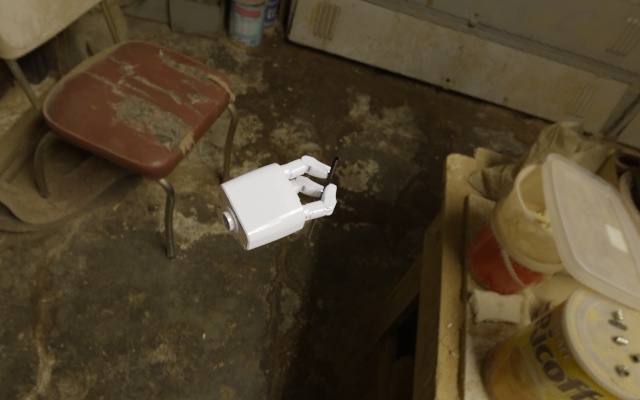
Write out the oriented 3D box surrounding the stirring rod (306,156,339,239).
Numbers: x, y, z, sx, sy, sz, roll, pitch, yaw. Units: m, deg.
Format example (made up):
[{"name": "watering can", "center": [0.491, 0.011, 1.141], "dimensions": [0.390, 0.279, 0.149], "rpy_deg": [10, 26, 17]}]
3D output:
[{"name": "stirring rod", "center": [0.000, 0.003, 0.876], "dimensions": [0.011, 0.011, 0.240], "rpy_deg": [0, -37, -16]}]
